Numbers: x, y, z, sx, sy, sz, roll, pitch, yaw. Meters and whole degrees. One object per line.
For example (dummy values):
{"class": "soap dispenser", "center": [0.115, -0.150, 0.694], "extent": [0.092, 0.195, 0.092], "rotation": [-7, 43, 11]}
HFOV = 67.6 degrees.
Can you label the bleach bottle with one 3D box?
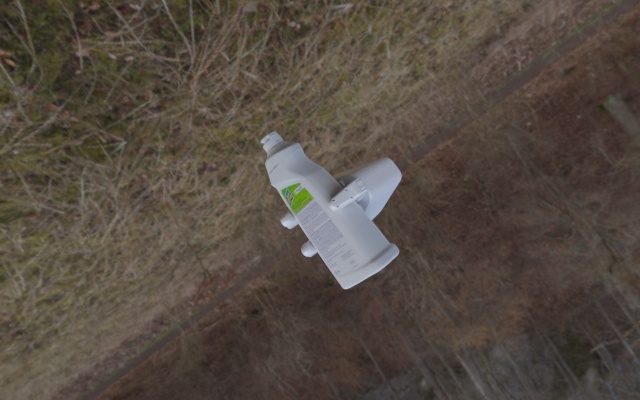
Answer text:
{"class": "bleach bottle", "center": [0.000, 0.002, 0.697], "extent": [0.068, 0.251, 0.103], "rotation": [-31, -6, -46]}
